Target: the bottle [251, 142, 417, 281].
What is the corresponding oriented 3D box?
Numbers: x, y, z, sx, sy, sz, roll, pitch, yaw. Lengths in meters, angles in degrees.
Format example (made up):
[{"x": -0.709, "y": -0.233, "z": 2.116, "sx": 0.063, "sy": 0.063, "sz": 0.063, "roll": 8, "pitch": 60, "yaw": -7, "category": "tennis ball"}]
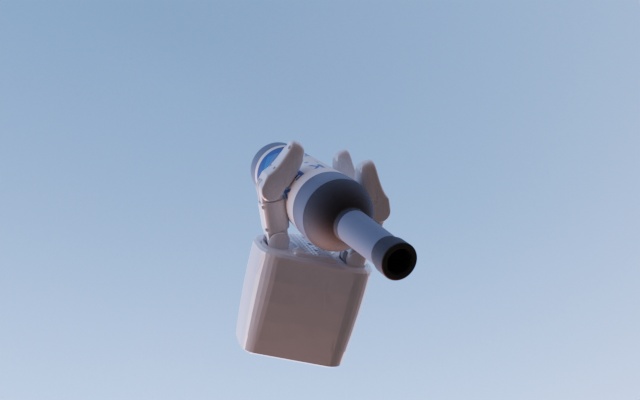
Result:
[{"x": 0.000, "y": 0.001, "z": 0.446, "sx": 0.069, "sy": 0.069, "sz": 0.295, "roll": 0, "pitch": 15, "yaw": -22, "category": "bottle"}]
